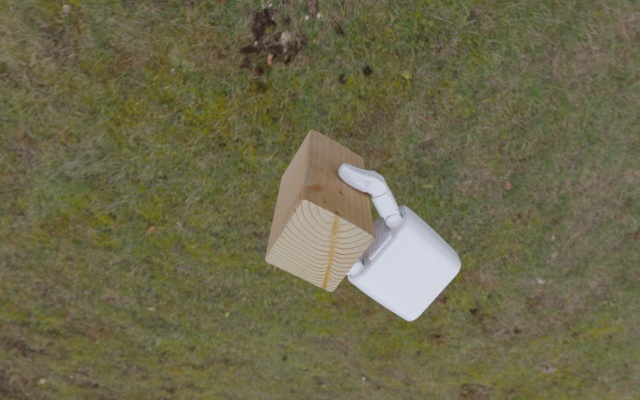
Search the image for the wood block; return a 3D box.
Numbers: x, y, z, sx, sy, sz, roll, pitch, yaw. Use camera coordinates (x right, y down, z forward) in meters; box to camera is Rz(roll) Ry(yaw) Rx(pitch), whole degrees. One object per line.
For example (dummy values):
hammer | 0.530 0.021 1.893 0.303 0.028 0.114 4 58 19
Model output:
wood block | 0.001 0.002 0.598 0.090 0.091 0.206 28 25 -14
